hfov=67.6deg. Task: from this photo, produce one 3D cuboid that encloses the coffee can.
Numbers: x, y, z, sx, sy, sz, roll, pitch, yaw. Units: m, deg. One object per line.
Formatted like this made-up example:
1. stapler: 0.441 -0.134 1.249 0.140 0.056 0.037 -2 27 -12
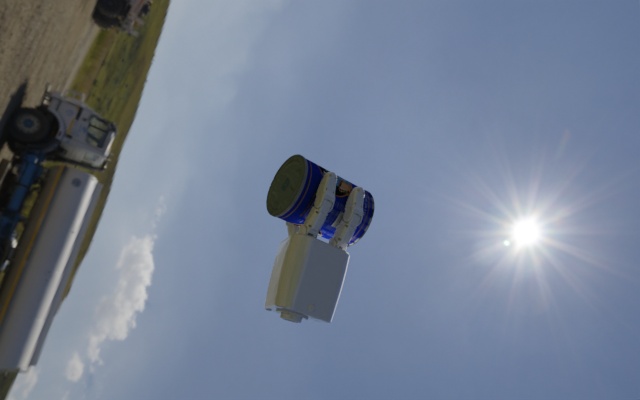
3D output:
1. coffee can: 0.000 0.002 0.759 0.140 0.102 0.103 26 -13 -29
